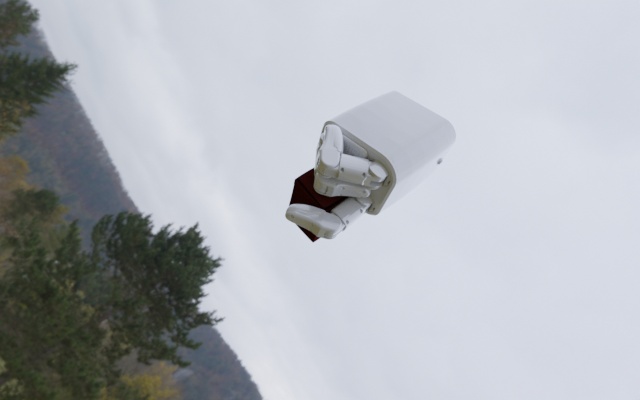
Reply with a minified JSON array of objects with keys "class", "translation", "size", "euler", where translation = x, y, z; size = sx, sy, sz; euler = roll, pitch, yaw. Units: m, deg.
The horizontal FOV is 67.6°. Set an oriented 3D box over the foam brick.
[{"class":"foam brick","translation":[0.000,0.002,0.555],"size":[0.051,0.053,0.078],"euler":[-33,-19,-28]}]
